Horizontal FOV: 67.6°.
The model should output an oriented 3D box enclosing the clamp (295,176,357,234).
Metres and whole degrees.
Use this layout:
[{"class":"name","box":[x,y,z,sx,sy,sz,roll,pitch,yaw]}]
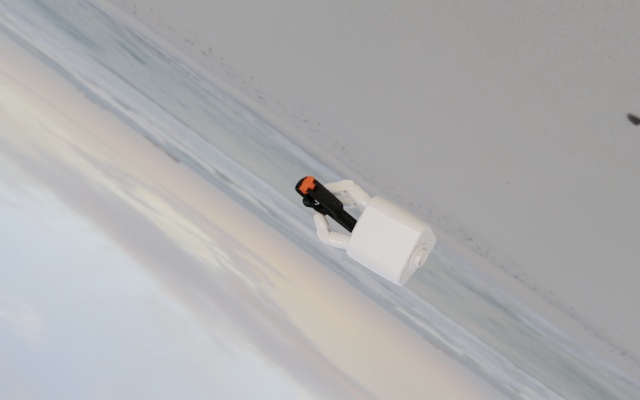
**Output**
[{"class":"clamp","box":[0.000,0.003,0.861,0.164,0.036,0.210,29,-9,31]}]
